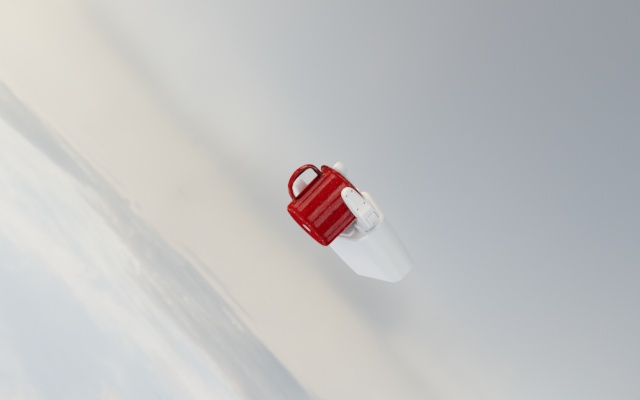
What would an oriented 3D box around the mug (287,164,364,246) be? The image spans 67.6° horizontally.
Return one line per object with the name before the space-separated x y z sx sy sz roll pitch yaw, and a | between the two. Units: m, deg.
mug | -0.001 0.001 0.671 0.117 0.081 0.093 50 -12 -26
